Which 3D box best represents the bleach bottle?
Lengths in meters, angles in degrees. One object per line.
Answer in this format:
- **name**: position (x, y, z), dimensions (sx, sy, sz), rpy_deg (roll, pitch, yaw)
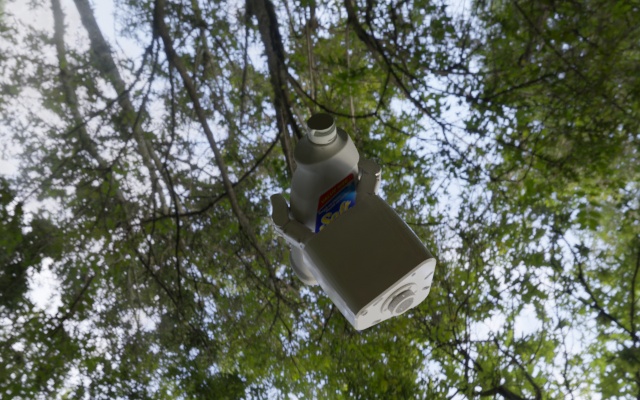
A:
- **bleach bottle**: position (0.000, 0.002, 0.594), dimensions (0.102, 0.251, 0.068), rpy_deg (-26, 53, -17)
